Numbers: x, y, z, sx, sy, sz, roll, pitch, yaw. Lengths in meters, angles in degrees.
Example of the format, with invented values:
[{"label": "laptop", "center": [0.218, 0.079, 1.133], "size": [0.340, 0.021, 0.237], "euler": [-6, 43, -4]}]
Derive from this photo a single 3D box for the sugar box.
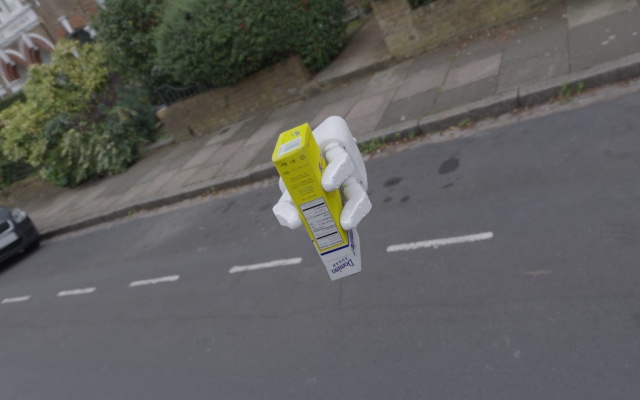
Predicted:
[{"label": "sugar box", "center": [0.001, 0.002, 0.591], "size": [0.048, 0.176, 0.093], "euler": [-22, 24, 13]}]
